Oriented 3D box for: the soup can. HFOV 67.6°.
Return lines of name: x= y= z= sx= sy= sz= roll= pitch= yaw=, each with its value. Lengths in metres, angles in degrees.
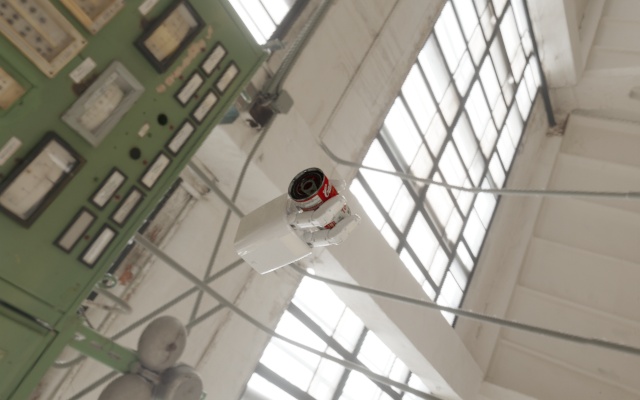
soup can: x=0.001 y=0.003 z=0.803 sx=0.068 sy=0.068 sz=0.102 roll=0 pitch=-37 yaw=37
